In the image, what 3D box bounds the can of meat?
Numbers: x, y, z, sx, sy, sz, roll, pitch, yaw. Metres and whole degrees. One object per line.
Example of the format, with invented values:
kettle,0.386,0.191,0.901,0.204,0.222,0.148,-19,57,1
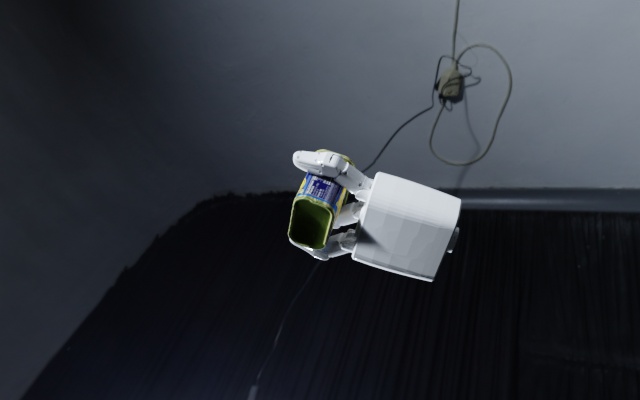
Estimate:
can of meat,0.000,0.002,0.605,0.057,0.084,0.102,19,-39,5
